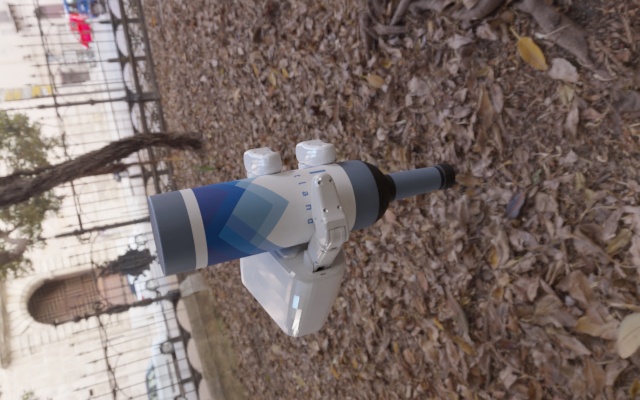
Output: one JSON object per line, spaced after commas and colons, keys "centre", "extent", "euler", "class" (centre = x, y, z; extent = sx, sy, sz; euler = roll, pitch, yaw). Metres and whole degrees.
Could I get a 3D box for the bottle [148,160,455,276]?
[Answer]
{"centre": [0.000, 0.001, 0.442], "extent": [0.295, 0.069, 0.069], "euler": [-12, 5, -23], "class": "bottle"}
